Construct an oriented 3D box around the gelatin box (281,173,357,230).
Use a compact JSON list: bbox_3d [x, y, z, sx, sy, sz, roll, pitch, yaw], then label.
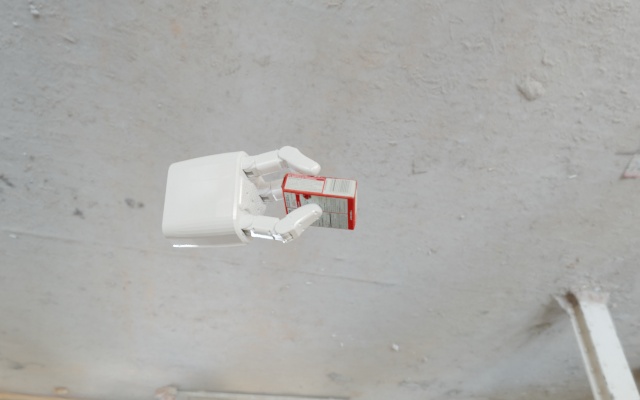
[{"bbox_3d":[0.000,0.002,0.589,0.089,0.030,0.073,6,-35,8],"label":"gelatin box"}]
